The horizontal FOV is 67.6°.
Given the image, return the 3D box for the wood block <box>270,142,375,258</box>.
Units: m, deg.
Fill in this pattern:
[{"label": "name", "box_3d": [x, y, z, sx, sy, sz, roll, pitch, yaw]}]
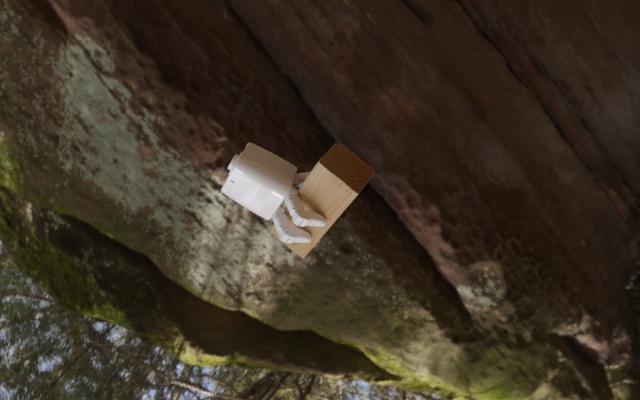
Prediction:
[{"label": "wood block", "box_3d": [0.000, 0.003, 0.898, 0.206, 0.090, 0.090, -52, -1, 40]}]
